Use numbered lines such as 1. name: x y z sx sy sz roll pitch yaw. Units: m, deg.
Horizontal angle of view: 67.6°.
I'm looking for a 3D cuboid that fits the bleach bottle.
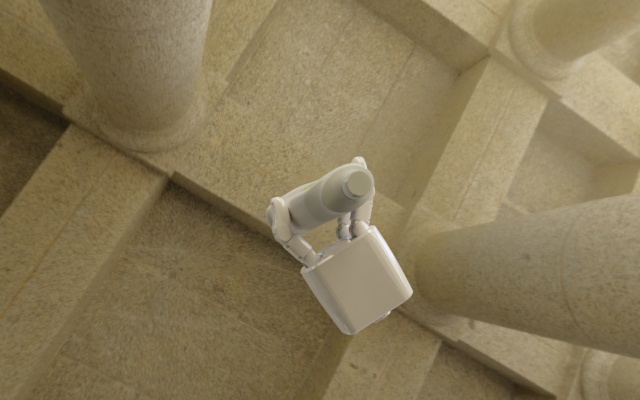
1. bleach bottle: 0.000 0.002 0.631 0.102 0.068 0.251 -33 3 -18
